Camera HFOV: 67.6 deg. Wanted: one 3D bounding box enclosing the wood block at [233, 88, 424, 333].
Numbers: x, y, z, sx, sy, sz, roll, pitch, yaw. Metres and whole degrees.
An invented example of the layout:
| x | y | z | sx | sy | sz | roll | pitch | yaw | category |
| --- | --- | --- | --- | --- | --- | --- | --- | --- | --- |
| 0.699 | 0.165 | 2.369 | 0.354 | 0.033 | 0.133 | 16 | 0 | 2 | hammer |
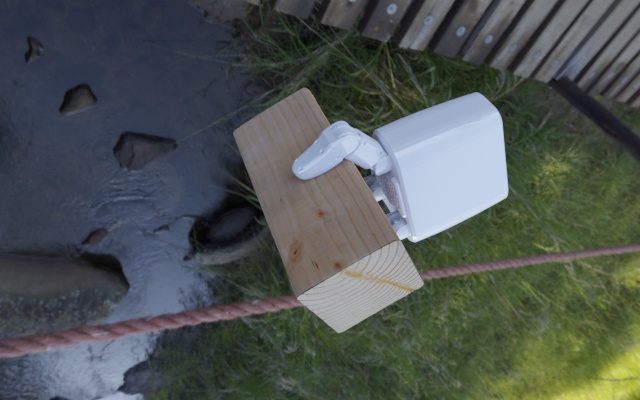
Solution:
| x | y | z | sx | sy | sz | roll | pitch | yaw | category |
| --- | --- | --- | --- | --- | --- | --- | --- | --- | --- |
| 0.000 | 0.001 | 0.447 | 0.090 | 0.206 | 0.091 | -31 | -40 | 5 | wood block |
